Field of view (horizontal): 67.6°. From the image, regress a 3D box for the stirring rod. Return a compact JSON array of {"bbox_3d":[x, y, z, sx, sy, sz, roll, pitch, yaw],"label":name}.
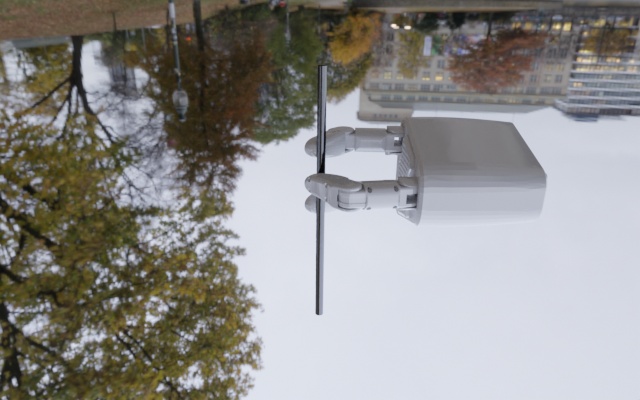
[{"bbox_3d":[0.000,0.001,0.435,0.011,0.240,0.011,1,22,0],"label":"stirring rod"}]
